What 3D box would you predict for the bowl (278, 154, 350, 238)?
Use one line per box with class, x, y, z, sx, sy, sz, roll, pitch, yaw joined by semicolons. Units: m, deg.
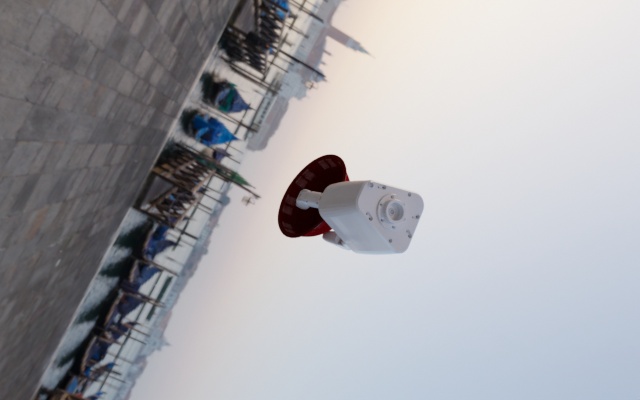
bowl;0.000;0.003;0.817;0.055;0.162;0.162;35;-21;-33
